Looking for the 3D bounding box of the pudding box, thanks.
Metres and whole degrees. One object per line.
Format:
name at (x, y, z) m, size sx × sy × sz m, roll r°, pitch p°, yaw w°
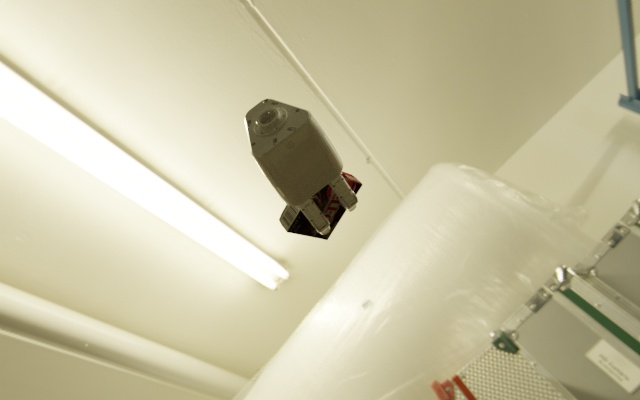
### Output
pudding box at (0.000, 0.002, 0.737) m, size 0.090 × 0.113 × 0.039 m, roll 16°, pitch 24°, yaw -43°
